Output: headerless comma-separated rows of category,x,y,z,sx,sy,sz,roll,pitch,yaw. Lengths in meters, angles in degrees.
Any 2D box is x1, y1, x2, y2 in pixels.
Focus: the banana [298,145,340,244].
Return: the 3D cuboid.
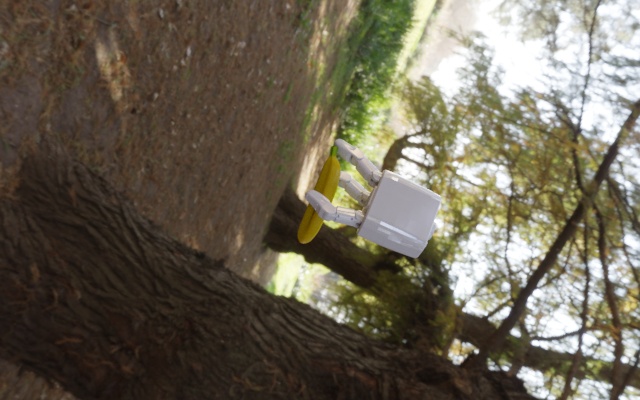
banana,-0.002,0.007,0.818,0.037,0.198,0.069,22,26,1
